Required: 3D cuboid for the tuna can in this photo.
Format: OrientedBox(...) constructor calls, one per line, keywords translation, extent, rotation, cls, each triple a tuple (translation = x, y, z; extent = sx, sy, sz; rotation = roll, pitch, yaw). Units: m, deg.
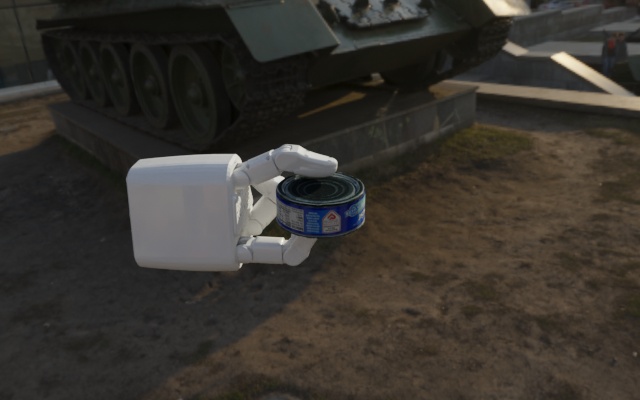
OrientedBox(translation=(0.000, 0.001, 0.454), extent=(0.086, 0.034, 0.086), rotation=(0, 25, 0), cls="tuna can")
